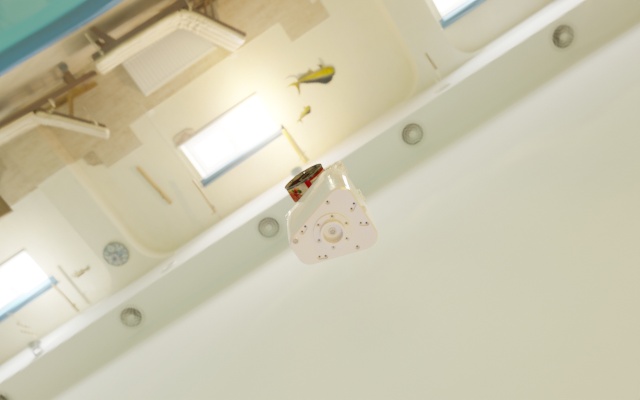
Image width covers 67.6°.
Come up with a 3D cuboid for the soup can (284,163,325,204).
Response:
[{"bbox_3d":[0.000,0.003,0.744,0.068,0.102,0.068,-32,14,9],"label":"soup can"}]
